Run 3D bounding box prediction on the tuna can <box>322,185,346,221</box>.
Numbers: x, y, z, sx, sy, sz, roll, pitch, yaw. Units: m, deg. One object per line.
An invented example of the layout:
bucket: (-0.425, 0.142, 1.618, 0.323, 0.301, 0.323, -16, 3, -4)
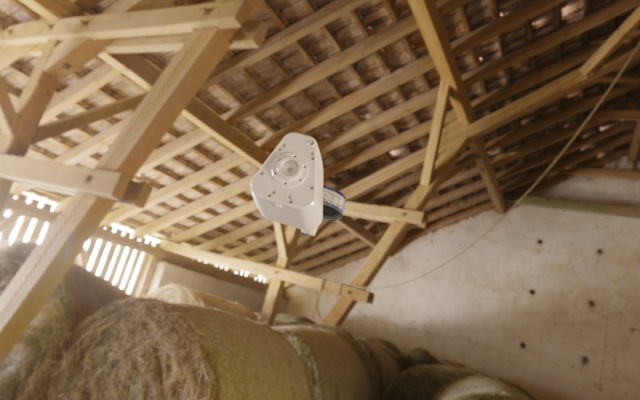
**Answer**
tuna can: (0.000, 0.002, 0.819, 0.086, 0.033, 0.086, 14, -19, 5)
